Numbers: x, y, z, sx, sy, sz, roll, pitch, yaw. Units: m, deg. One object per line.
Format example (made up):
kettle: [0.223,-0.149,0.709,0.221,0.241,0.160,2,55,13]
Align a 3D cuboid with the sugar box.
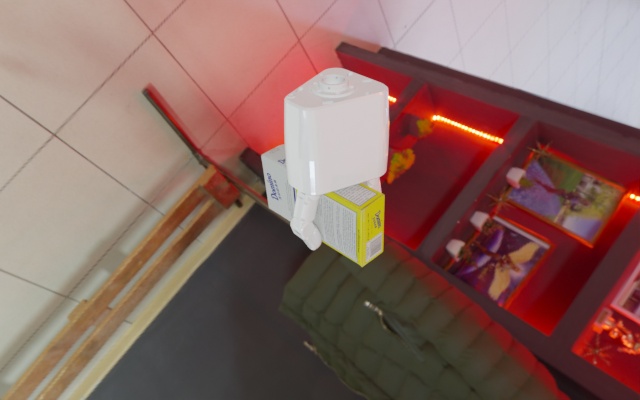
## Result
sugar box: [0.001,0.002,0.603,0.048,0.093,0.176,-31,46,-31]
